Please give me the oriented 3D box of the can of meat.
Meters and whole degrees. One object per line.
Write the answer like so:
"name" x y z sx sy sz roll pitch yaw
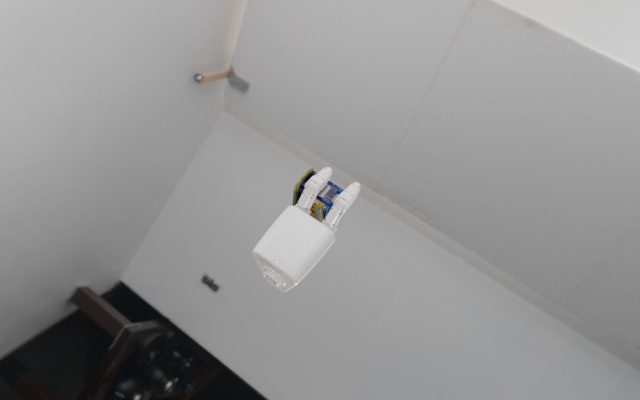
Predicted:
"can of meat" 0.000 0.003 0.856 0.084 0.057 0.102 33 -30 15
